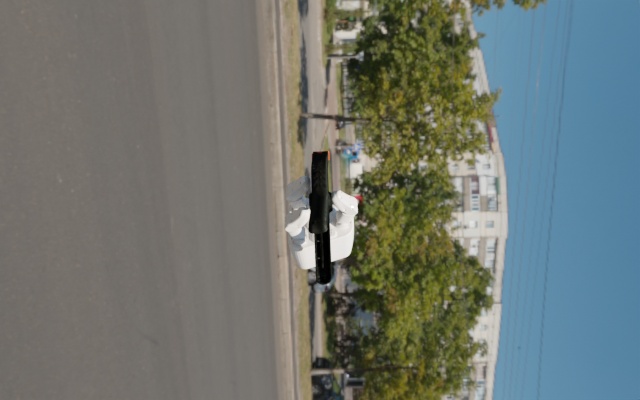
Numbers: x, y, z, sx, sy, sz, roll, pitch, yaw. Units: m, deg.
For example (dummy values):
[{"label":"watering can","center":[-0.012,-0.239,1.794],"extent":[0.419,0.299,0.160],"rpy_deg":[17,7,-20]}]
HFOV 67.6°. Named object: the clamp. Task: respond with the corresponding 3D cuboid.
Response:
[{"label":"clamp","center":[0.001,0.002,0.720],"extent":[0.036,0.209,0.165],"rpy_deg":[-2,-28,2]}]
